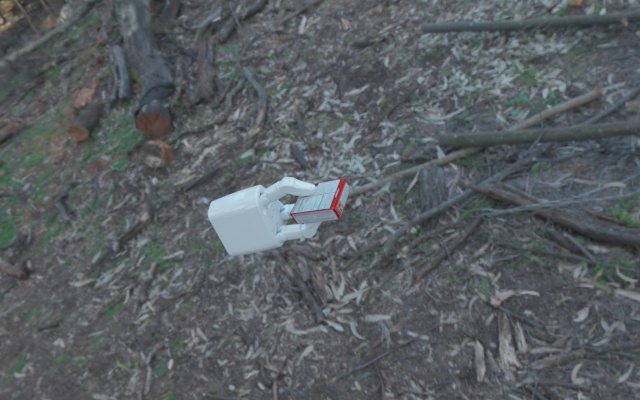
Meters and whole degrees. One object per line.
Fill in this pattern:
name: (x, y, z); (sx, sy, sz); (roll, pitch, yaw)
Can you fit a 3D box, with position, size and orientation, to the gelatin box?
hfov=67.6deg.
gelatin box: (0.000, 0.002, 0.817); (0.089, 0.030, 0.073); (-9, 40, 31)
